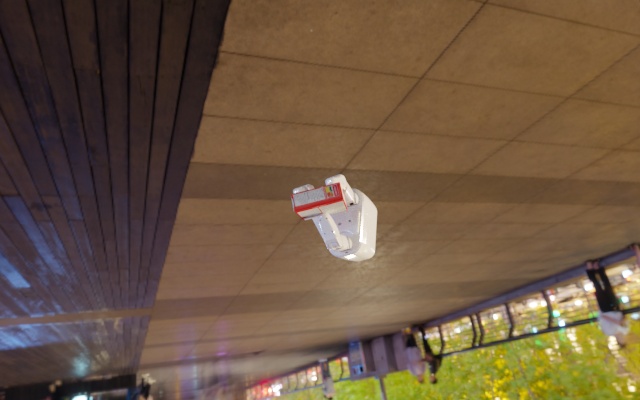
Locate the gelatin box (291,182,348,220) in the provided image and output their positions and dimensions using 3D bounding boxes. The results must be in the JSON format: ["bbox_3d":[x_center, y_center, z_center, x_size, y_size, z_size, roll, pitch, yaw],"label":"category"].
[{"bbox_3d":[0.000,0.003,0.715,0.073,0.030,0.089,-14,-12,5],"label":"gelatin box"}]
